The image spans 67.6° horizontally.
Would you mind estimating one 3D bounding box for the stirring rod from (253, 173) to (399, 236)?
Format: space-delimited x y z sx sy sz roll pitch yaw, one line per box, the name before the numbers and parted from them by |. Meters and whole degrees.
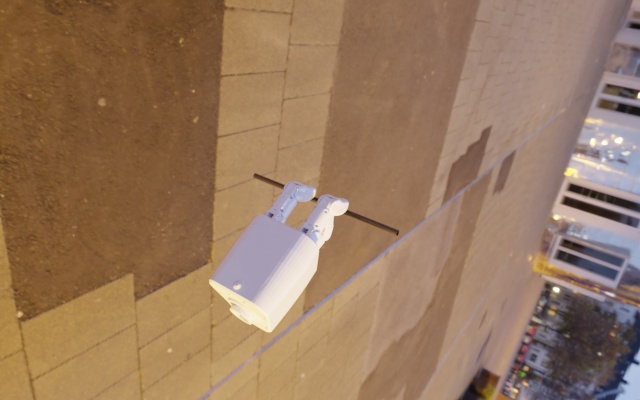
stirring rod | 0.000 0.002 0.668 0.239 0.011 0.011 22 10 27
